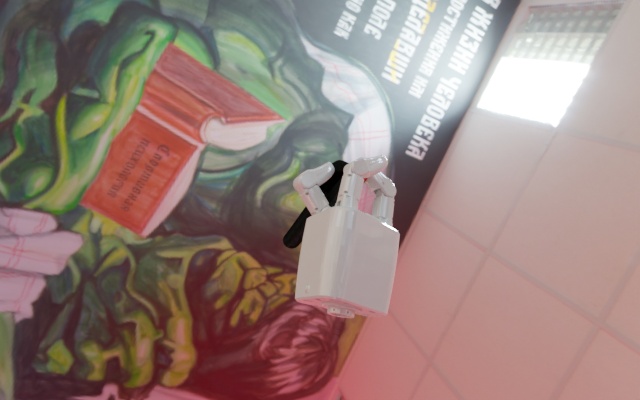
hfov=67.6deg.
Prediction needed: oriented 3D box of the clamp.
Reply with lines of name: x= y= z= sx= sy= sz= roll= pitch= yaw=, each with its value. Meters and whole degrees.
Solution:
clamp: x=0.001 y=0.002 z=0.659 sx=0.039 sy=0.120 sz=0.171 roll=19 pitch=-21 yaw=-24
